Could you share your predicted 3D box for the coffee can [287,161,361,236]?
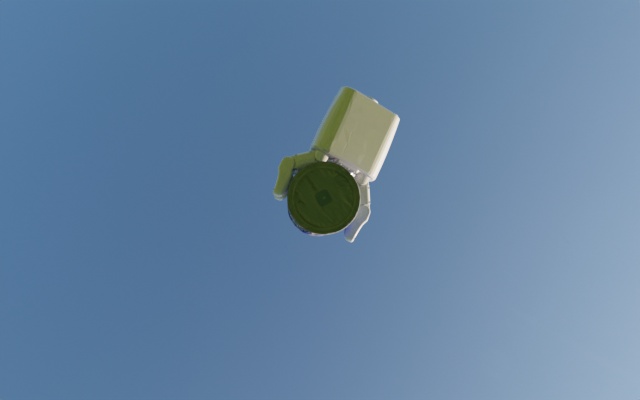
[{"bbox_3d":[0.000,0.003,0.730,0.103,0.103,0.140,0,-5,-4],"label":"coffee can"}]
